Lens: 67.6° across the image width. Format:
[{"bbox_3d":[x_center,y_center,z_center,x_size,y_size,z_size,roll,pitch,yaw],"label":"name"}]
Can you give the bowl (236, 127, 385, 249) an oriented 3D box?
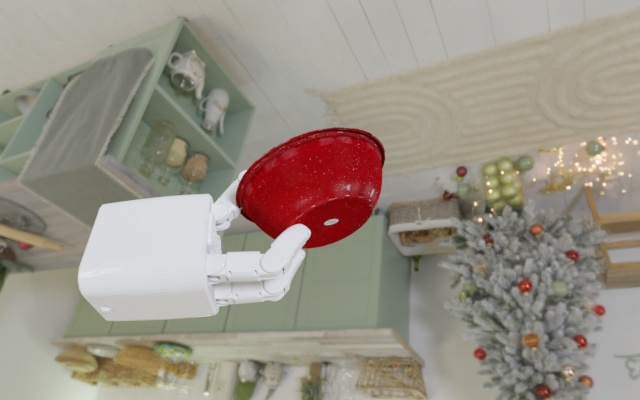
[{"bbox_3d":[0.001,0.001,0.478,0.162,0.055,0.162,-17,-30,-10],"label":"bowl"}]
